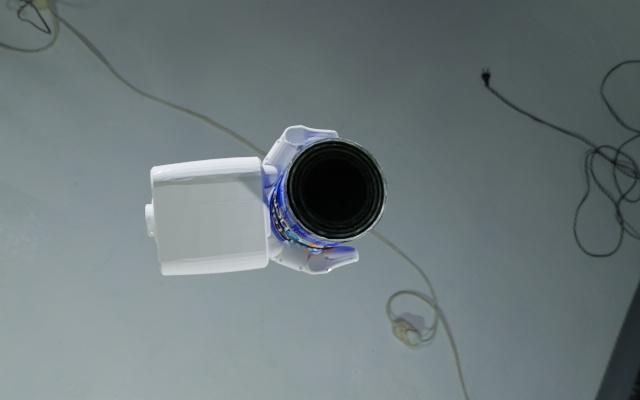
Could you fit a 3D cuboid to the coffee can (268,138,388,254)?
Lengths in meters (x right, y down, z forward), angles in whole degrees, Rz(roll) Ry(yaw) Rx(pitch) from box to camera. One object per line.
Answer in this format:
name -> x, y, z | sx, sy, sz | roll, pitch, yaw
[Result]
coffee can -> 0.000, 0.002, 0.519 | 0.103, 0.102, 0.140 | 0, -10, -13
